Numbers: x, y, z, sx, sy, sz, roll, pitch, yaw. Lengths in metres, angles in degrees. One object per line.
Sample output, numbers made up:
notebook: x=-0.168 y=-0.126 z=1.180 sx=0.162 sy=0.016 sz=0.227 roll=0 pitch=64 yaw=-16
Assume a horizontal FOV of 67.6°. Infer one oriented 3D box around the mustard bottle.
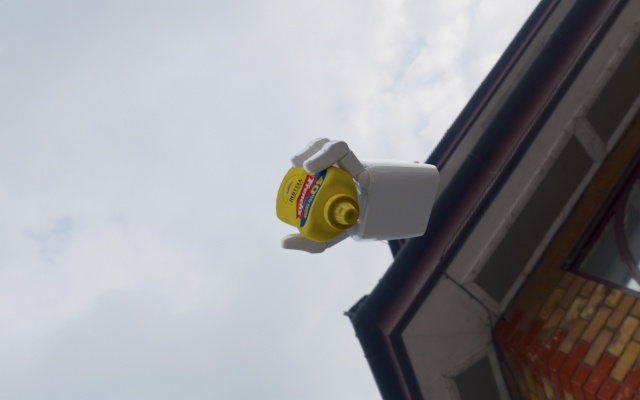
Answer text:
mustard bottle: x=0.000 y=0.002 z=0.610 sx=0.058 sy=0.096 sz=0.191 roll=25 pitch=0 yaw=-24
